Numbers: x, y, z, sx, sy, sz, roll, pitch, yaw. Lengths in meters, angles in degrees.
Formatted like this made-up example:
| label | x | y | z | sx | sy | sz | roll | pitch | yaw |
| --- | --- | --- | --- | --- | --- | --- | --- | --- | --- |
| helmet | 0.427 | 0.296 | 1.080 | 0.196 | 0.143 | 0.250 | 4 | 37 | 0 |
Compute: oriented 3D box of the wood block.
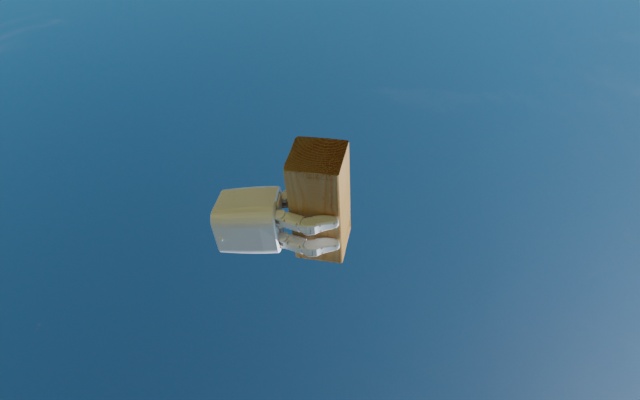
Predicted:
| label | x | y | z | sx | sy | sz | roll | pitch | yaw |
| --- | --- | --- | --- | --- | --- | --- | --- | --- | --- |
| wood block | 0.000 | 0.003 | 0.812 | 0.090 | 0.206 | 0.090 | 6 | 45 | 10 |
